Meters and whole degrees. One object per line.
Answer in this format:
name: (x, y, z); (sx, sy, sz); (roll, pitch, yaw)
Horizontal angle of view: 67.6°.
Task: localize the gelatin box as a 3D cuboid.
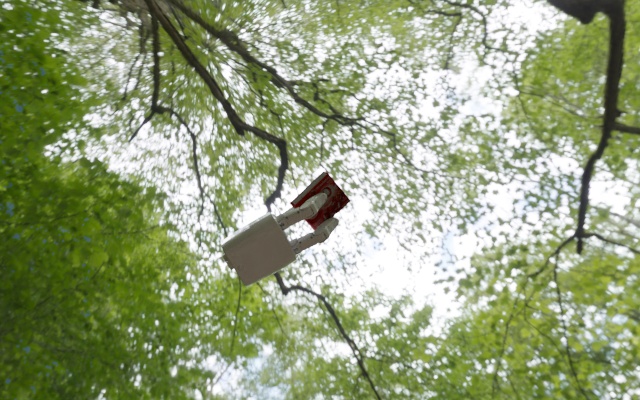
gelatin box: (0.000, 0.003, 0.882); (0.089, 0.073, 0.030); (-44, 24, -7)
